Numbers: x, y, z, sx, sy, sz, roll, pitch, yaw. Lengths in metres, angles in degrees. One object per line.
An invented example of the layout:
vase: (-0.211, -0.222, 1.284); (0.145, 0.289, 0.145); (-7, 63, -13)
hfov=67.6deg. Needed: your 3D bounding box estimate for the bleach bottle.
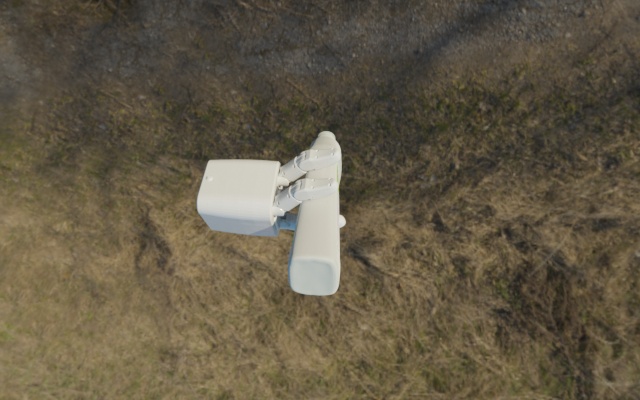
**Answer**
bleach bottle: (0.000, 0.002, 0.692); (0.068, 0.250, 0.103); (4, -39, 2)
